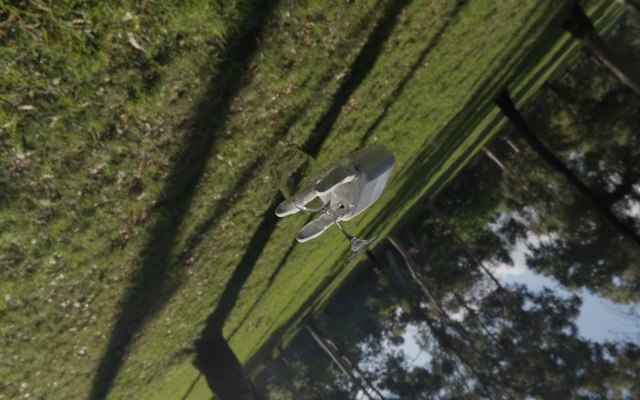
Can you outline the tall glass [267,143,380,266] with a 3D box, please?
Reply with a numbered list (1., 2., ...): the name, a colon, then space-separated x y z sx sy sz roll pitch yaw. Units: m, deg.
1. tall glass: 0.001 0.003 0.752 0.079 0.201 0.079 -39 -10 -9
